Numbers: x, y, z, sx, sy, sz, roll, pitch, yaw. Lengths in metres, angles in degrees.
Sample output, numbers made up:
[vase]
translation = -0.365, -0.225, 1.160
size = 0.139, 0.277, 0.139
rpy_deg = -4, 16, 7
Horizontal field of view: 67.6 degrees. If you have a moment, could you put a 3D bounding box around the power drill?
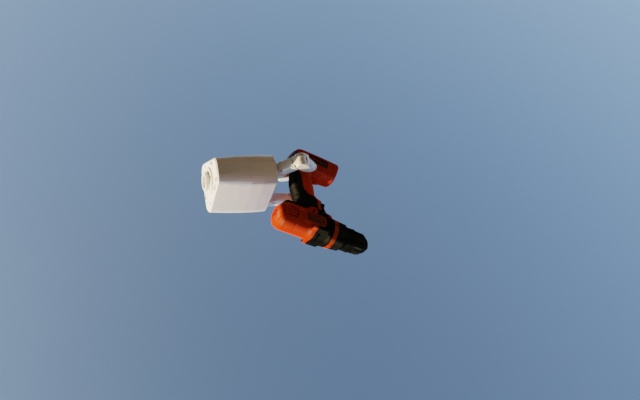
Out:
[power drill]
translation = 0.000, 0.002, 0.863
size = 0.184, 0.187, 0.057
rpy_deg = 23, -51, -25
